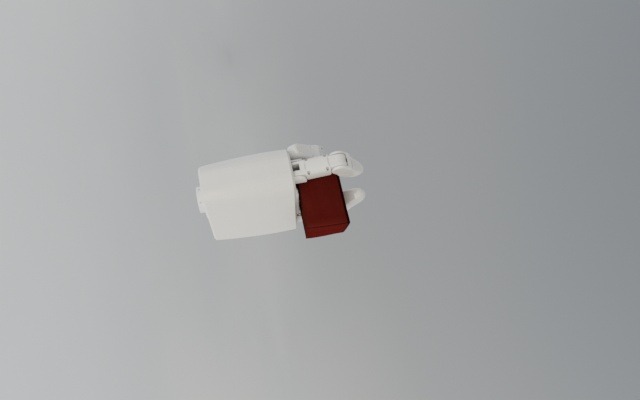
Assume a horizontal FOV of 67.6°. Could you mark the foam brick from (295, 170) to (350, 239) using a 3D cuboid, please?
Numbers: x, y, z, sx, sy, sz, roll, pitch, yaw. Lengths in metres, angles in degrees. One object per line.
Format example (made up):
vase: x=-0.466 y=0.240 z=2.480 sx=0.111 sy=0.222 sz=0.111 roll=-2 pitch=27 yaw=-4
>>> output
foam brick: x=0.000 y=0.002 z=0.586 sx=0.051 sy=0.078 sz=0.053 roll=-10 pitch=-17 yaw=-9
